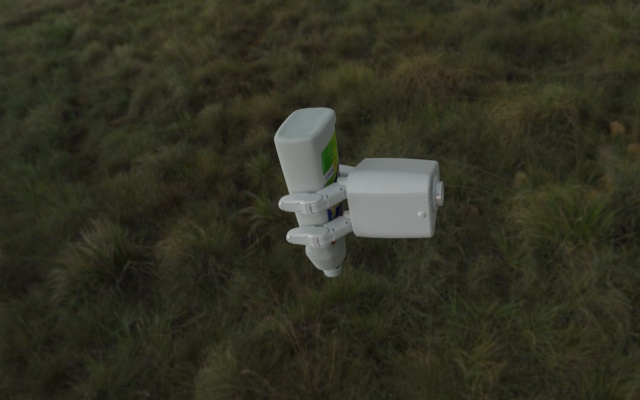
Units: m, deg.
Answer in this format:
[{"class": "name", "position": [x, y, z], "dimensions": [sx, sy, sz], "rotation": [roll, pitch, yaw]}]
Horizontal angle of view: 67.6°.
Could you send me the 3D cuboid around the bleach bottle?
[{"class": "bleach bottle", "position": [0.000, 0.002, 0.687], "dimensions": [0.068, 0.251, 0.102], "rotation": [2, 35, 21]}]
